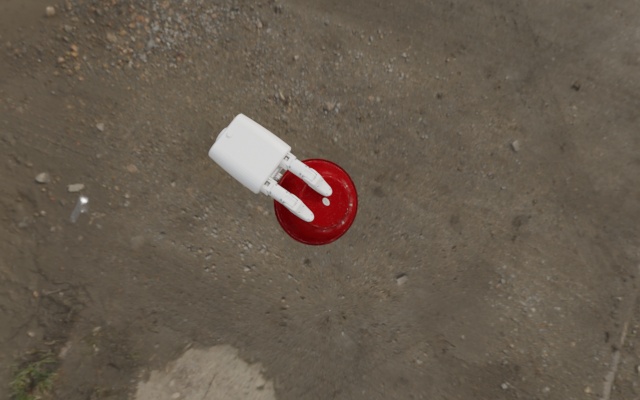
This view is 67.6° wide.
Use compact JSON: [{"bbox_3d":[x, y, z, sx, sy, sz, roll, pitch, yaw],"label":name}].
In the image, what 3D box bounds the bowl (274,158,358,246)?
[{"bbox_3d":[0.001,0.003,0.856,0.162,0.162,0.055,0,0,-16],"label":"bowl"}]
